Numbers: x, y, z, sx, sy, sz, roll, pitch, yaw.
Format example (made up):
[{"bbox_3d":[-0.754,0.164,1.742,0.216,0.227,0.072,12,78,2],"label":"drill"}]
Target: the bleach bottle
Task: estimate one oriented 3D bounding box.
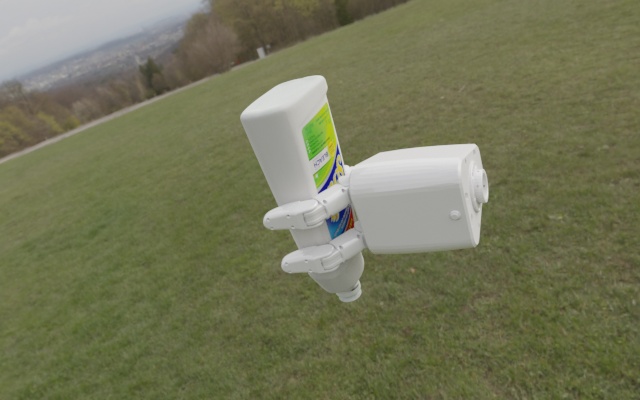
[{"bbox_3d":[0.000,0.002,0.522,0.068,0.251,0.102,-4,31,30],"label":"bleach bottle"}]
